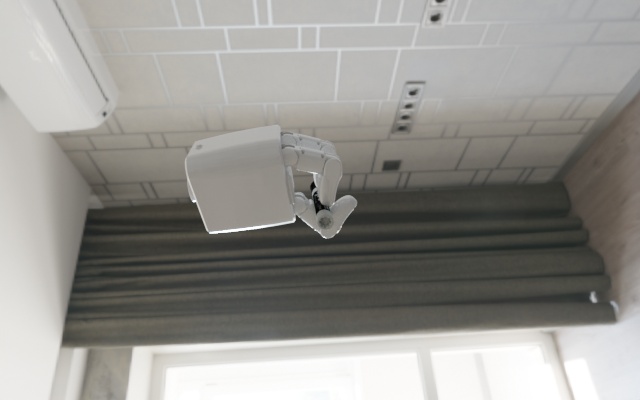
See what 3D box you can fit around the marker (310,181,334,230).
[{"bbox_3d":[0.000,0.002,0.578,0.020,0.020,0.121,0,22,-5],"label":"marker"}]
